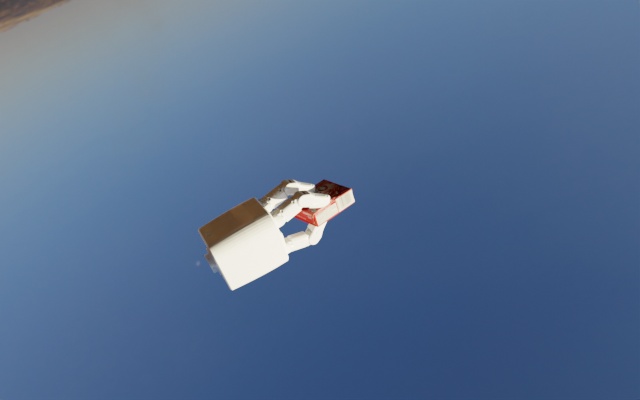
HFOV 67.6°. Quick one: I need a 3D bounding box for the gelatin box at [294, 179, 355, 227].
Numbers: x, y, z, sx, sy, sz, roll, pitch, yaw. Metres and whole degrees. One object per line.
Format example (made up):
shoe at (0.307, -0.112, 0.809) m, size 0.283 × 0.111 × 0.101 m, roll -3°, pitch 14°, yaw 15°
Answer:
gelatin box at (0.000, 0.003, 0.801) m, size 0.089 × 0.030 × 0.073 m, roll -33°, pitch 34°, yaw -28°
